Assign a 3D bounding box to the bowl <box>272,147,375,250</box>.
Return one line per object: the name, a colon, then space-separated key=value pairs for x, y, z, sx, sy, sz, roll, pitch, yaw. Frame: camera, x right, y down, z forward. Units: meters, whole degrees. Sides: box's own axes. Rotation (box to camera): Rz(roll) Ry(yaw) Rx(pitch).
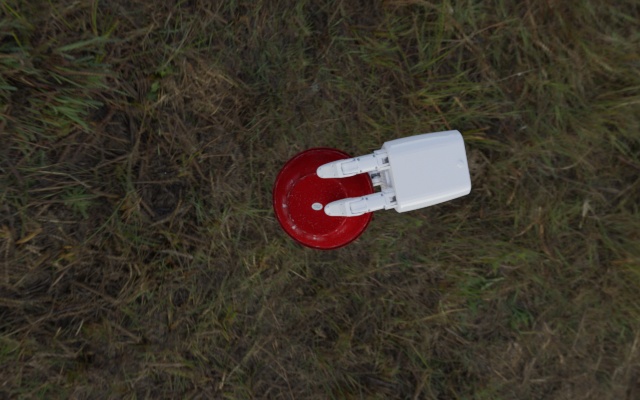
bowl: x=-0.001 y=0.003 z=0.712 sx=0.162 sy=0.162 sz=0.055 roll=0 pitch=9 yaw=9
